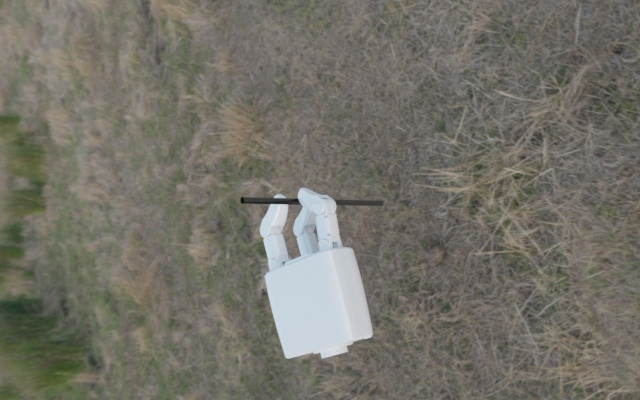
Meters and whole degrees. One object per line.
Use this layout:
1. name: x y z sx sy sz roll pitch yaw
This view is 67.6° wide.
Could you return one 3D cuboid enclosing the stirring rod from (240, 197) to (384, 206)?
1. stirring rod: 0.000 0.002 0.633 0.239 0.011 0.011 1 -1 -41
